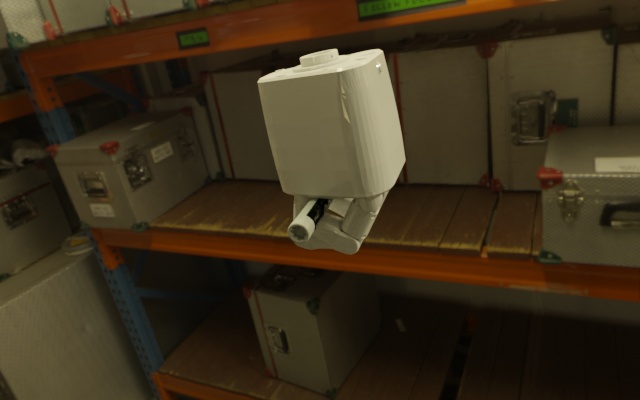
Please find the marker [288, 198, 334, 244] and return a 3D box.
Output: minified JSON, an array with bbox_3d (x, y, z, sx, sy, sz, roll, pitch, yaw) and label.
[{"bbox_3d":[0.000,0.001,0.433,0.020,0.020,0.121,0,25,19],"label":"marker"}]
